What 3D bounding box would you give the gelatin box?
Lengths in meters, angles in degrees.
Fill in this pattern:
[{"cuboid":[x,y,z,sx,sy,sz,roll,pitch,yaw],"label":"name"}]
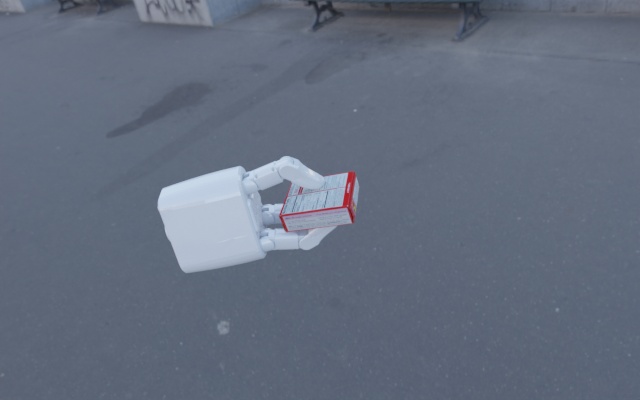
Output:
[{"cuboid":[0.000,0.002,0.587,0.089,0.030,0.073,-9,34,17],"label":"gelatin box"}]
